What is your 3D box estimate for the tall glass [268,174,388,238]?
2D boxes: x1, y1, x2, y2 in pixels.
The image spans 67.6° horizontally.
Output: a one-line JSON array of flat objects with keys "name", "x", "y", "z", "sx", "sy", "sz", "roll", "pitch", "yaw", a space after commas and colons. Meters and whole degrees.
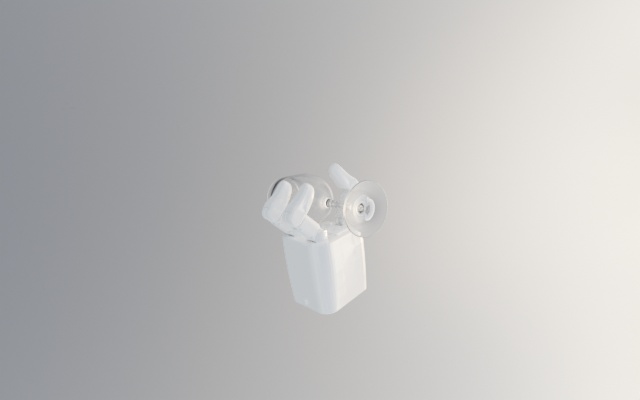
[{"name": "tall glass", "x": 0.001, "y": 0.002, "z": 0.687, "sx": 0.079, "sy": 0.079, "sz": 0.201, "roll": 0, "pitch": 6, "yaw": -37}]
